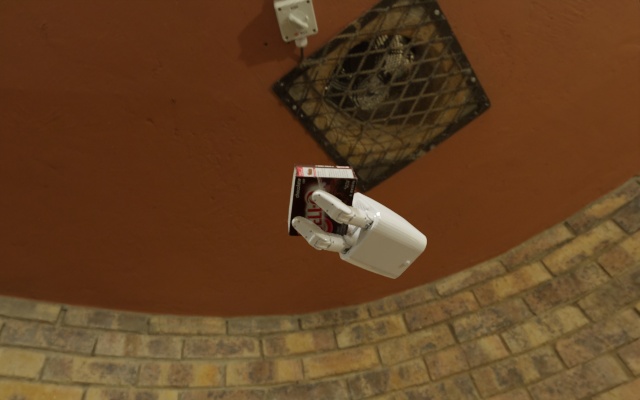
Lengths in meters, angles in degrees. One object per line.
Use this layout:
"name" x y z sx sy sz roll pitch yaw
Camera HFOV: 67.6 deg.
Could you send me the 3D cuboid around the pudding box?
"pudding box" 0.000 0.002 0.712 0.090 0.114 0.039 1 34 -10
